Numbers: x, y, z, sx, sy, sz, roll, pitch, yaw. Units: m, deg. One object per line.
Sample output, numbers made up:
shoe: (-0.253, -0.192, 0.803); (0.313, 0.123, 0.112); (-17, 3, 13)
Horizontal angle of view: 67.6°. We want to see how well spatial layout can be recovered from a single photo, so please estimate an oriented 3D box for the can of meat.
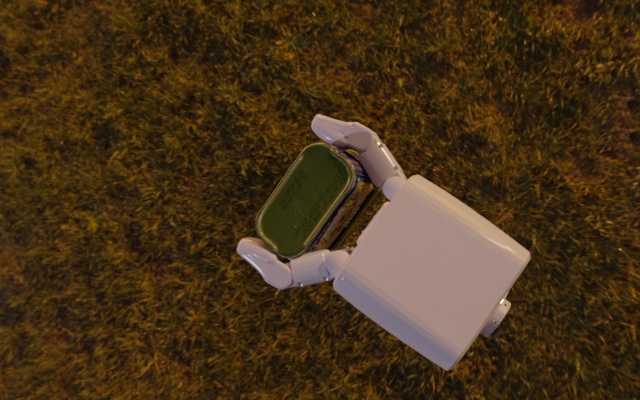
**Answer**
can of meat: (0.000, 0.001, 0.416); (0.057, 0.102, 0.084); (39, 12, 17)
